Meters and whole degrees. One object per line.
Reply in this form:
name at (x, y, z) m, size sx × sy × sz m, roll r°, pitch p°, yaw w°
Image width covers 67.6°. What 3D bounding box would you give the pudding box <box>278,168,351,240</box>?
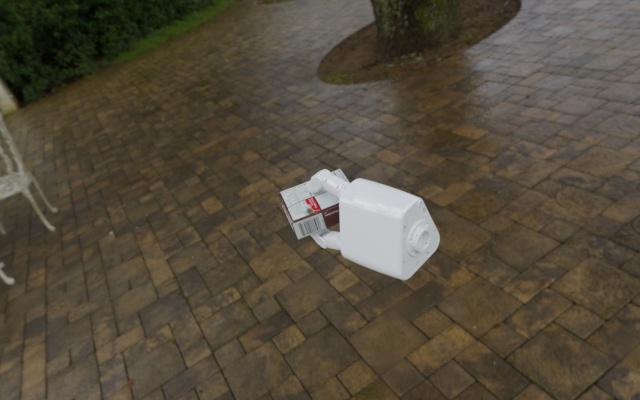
pudding box at (0.000, 0.002, 0.738) m, size 0.113 × 0.039 × 0.090 m, roll -20°, pitch 35°, yaw -7°
